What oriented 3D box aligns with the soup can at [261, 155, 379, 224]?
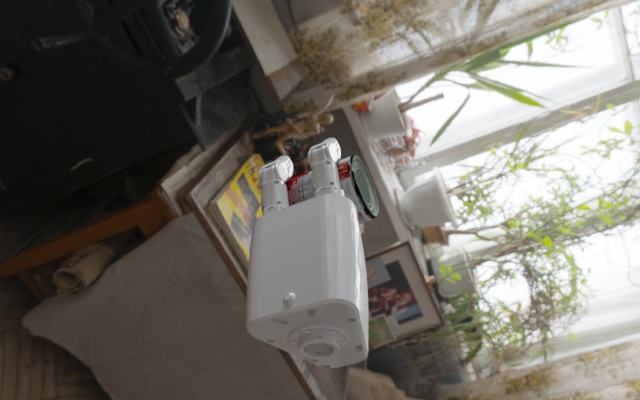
[{"bbox_3d":[0.000,0.001,0.488,0.102,0.068,0.068,-19,-7,19],"label":"soup can"}]
